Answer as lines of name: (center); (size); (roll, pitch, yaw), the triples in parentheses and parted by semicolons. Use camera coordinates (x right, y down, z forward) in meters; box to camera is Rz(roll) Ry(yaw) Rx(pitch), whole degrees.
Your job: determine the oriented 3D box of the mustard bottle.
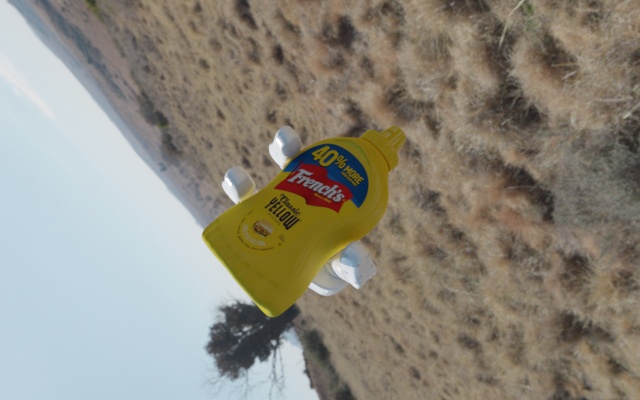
mustard bottle: (0.000, 0.001, 0.407); (0.096, 0.191, 0.058); (41, -15, 33)
